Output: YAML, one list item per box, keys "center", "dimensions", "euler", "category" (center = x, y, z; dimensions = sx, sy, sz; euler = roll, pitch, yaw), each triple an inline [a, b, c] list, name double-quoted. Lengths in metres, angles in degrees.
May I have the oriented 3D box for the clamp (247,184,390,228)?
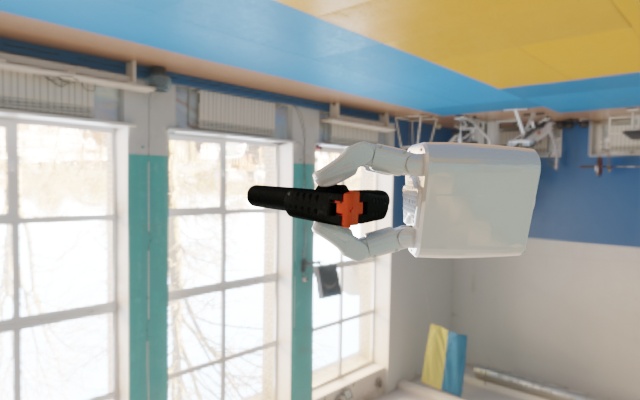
- center: [0.000, 0.002, 0.467]
  dimensions: [0.164, 0.036, 0.210]
  euler: [1, 3, -1]
  category: "clamp"
